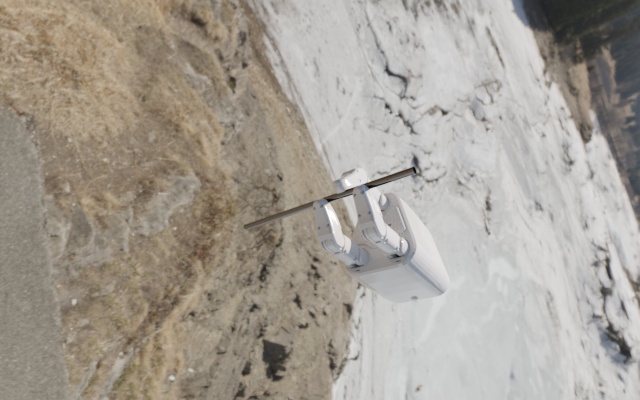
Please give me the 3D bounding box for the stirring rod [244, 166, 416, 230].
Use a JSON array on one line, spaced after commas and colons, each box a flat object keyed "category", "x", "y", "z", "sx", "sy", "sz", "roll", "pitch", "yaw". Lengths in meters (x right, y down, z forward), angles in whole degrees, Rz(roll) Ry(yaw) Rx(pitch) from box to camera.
[{"category": "stirring rod", "x": 0.000, "y": 0.002, "z": 0.555, "sx": 0.239, "sy": 0.011, "sz": 0.011, "roll": -19, "pitch": -10, "yaw": 32}]
